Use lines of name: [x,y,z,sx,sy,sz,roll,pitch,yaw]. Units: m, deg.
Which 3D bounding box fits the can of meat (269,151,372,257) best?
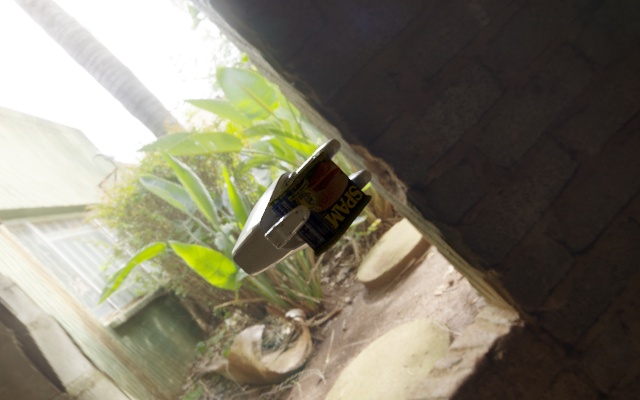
can of meat: [0.000,0.002,0.573,0.102,0.084,0.057,-48,4,-39]
